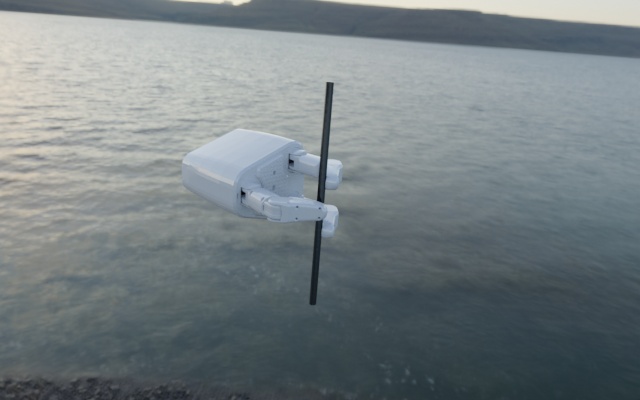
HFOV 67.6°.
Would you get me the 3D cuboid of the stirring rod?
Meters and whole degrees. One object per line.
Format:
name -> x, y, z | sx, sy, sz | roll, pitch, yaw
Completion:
stirring rod -> 0.000, 0.002, 0.491 | 0.011, 0.240, 0.011 | 4, 20, -1
